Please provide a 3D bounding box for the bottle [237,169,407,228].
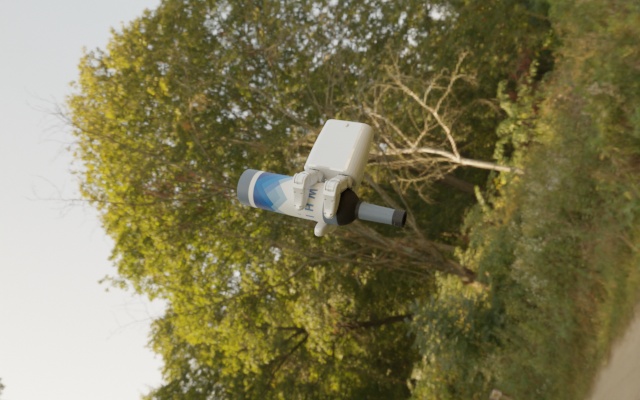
[{"bbox_3d":[0.000,0.003,0.811,0.295,0.069,0.069,12,4,23],"label":"bottle"}]
